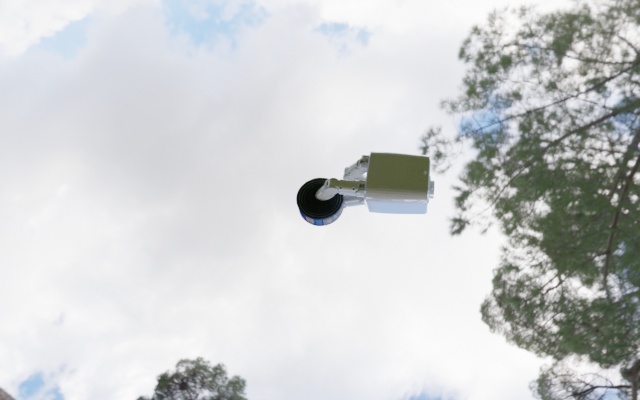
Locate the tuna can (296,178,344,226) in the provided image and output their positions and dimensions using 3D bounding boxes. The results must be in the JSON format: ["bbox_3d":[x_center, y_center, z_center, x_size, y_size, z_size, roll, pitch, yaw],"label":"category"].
[{"bbox_3d":[0.000,0.003,0.870,0.086,0.086,0.034,0,-29,6],"label":"tuna can"}]
